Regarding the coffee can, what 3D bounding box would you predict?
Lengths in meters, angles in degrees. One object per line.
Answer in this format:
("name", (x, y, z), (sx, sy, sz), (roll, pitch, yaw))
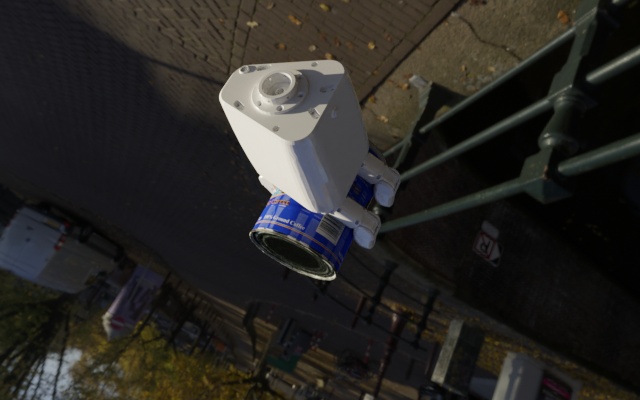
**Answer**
("coffee can", (0.000, 0.002, 0.528), (0.103, 0.140, 0.103), (23, -23, 10))
